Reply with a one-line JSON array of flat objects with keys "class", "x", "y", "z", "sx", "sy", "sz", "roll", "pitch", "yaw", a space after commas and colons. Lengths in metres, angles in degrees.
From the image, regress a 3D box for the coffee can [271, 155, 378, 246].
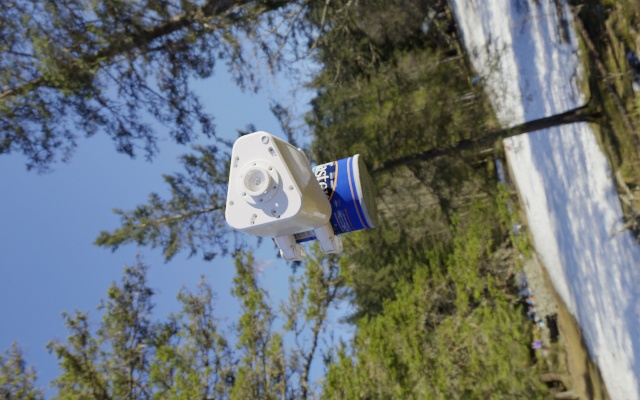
[{"class": "coffee can", "x": 0.000, "y": 0.002, "z": 0.673, "sx": 0.140, "sy": 0.103, "sz": 0.103, "roll": -14, "pitch": -3, "yaw": 14}]
